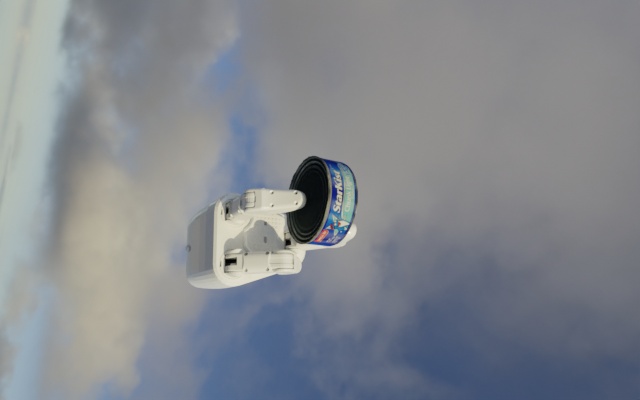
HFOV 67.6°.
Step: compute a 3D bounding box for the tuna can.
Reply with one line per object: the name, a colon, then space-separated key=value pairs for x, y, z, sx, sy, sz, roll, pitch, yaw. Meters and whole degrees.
tuna can: x=0.001 y=0.002 z=0.465 sx=0.034 sy=0.086 sz=0.086 roll=9 pitch=-5 yaw=-29
